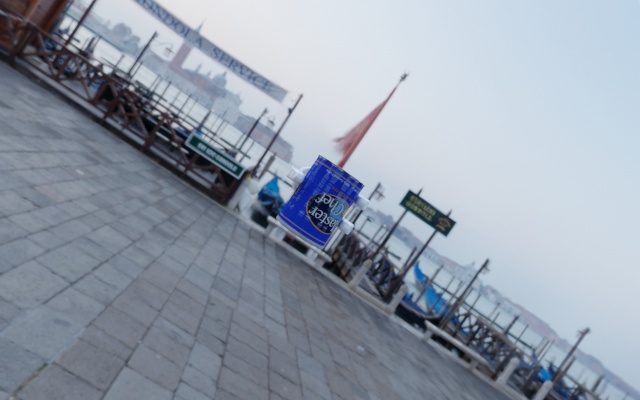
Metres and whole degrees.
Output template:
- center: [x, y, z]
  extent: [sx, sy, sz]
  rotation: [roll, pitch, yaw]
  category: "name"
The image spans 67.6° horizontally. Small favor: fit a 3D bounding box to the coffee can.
- center: [0.000, 0.003, 0.872]
  extent: [0.103, 0.140, 0.103]
  rotation: [34, 2, -1]
  category: "coffee can"
